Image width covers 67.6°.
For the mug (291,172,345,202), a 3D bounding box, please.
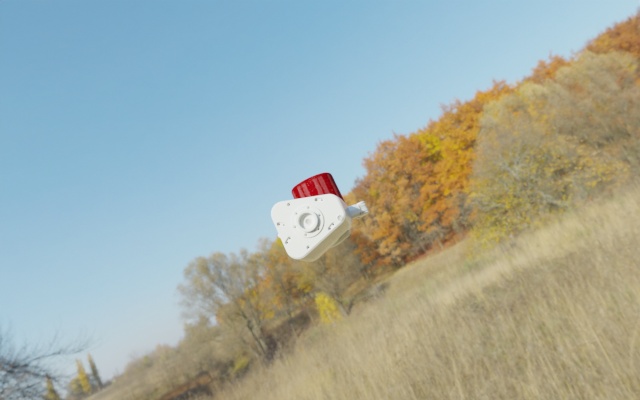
[{"bbox_3d":[0.000,0.003,0.879,0.093,0.081,0.117,-26,-10,4],"label":"mug"}]
